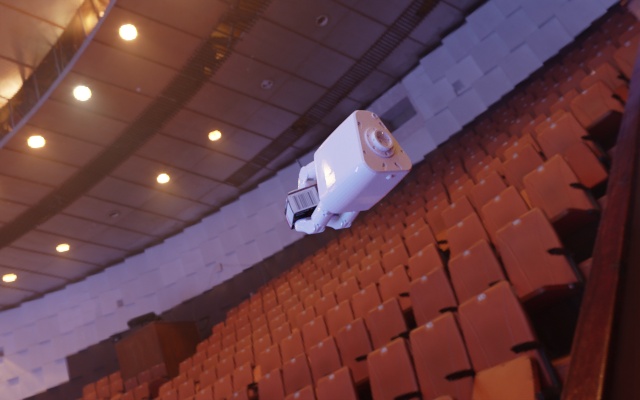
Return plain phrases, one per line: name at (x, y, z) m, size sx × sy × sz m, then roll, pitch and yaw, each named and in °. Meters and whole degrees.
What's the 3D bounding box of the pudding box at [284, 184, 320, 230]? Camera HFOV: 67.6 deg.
pudding box at (0.000, 0.002, 0.771) m, size 0.113 × 0.039 × 0.090 m, roll -17°, pitch -18°, yaw -12°
